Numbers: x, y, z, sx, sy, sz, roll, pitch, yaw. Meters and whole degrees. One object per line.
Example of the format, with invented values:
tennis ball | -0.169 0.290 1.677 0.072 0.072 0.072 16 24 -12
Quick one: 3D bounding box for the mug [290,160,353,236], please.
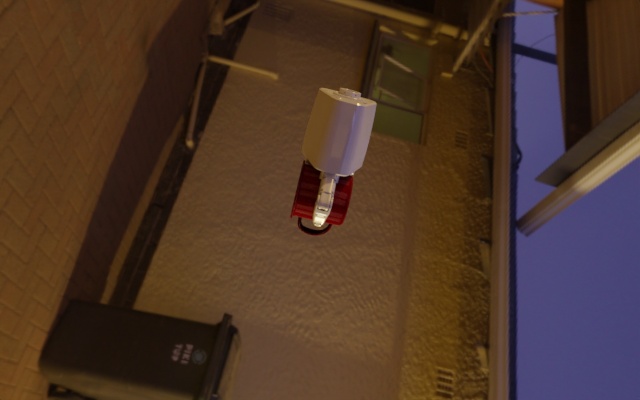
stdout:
mug | 0.000 0.004 0.745 0.081 0.117 0.093 13 20 -3
